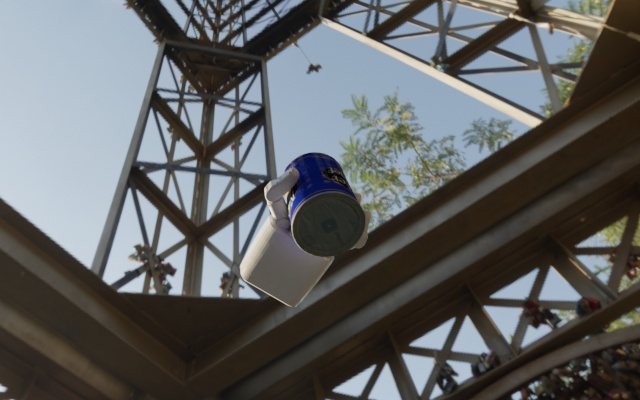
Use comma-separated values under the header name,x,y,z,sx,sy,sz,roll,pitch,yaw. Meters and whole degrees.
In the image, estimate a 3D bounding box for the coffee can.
name,x,y,z,sx,sy,sz,roll,pitch,yaw
coffee can,0.000,0.002,0.709,0.103,0.103,0.140,0,29,-11
